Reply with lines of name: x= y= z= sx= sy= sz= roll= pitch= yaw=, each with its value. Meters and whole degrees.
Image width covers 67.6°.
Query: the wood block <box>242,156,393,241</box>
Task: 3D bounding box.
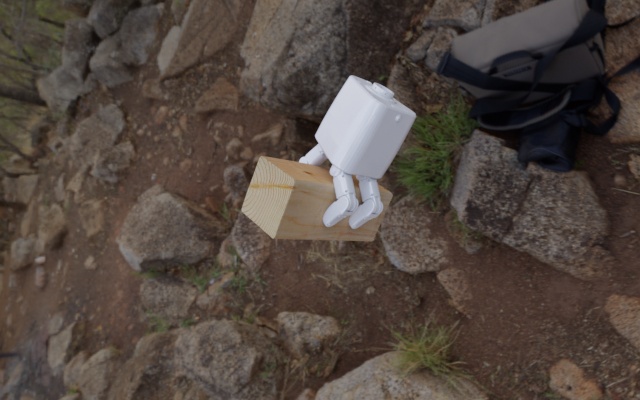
wood block: x=0.000 y=0.002 z=0.722 sx=0.206 sy=0.090 sz=0.090 roll=6 pitch=21 yaw=-44
